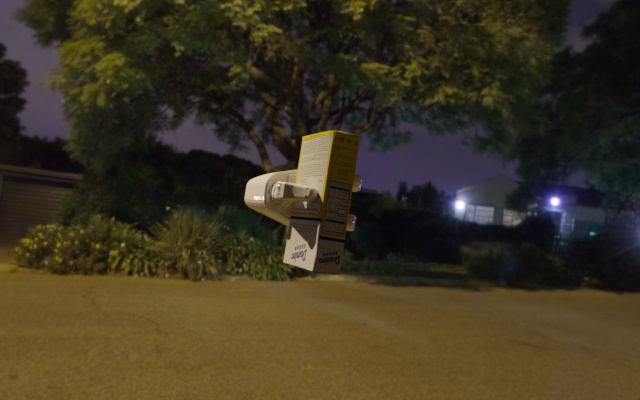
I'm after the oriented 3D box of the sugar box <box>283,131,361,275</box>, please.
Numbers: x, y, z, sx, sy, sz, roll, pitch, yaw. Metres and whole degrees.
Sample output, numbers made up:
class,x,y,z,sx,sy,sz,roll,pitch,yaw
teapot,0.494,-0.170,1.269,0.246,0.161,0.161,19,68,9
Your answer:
class,x,y,z,sx,sy,sz,roll,pitch,yaw
sugar box,0.001,0.002,0.620,0.048,0.176,0.093,8,-3,-27
